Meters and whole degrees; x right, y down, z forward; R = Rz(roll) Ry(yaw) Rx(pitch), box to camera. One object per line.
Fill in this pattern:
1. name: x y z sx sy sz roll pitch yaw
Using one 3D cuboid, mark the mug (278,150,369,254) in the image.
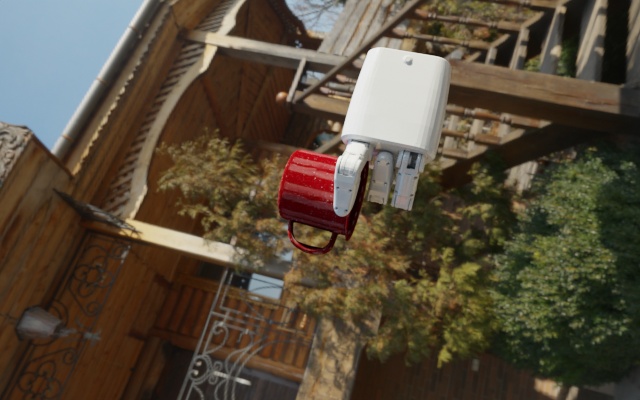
1. mug: -0.001 0.003 0.530 0.081 0.117 0.093 14 -10 11
